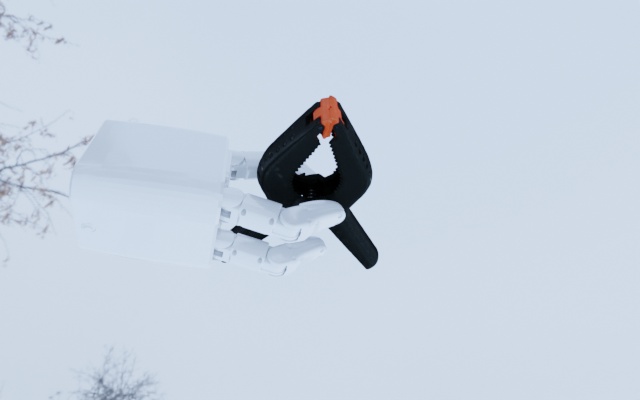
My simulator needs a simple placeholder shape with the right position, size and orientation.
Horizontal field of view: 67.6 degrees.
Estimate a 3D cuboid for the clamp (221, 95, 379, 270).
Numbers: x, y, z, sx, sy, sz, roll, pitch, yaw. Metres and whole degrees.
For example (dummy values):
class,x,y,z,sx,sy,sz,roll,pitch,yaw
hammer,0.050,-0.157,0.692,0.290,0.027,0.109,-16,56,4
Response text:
class,x,y,z,sx,sy,sz,roll,pitch,yaw
clamp,0.000,0.000,0.422,0.164,0.036,0.210,7,-40,-14
